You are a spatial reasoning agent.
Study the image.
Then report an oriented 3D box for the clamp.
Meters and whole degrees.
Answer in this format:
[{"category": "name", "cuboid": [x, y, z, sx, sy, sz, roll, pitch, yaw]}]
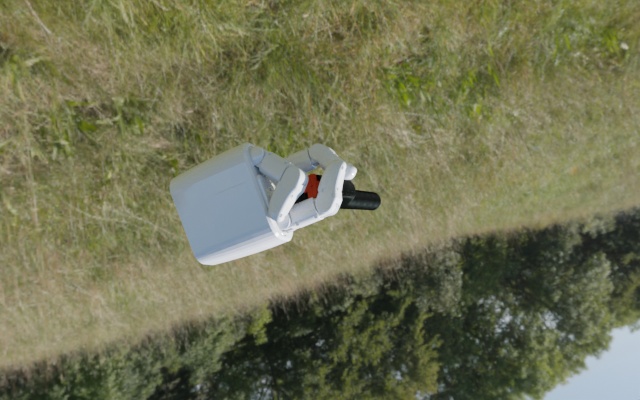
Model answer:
[{"category": "clamp", "cuboid": [0.000, 0.002, 0.601, 0.120, 0.039, 0.171, -21, -18, 17]}]
